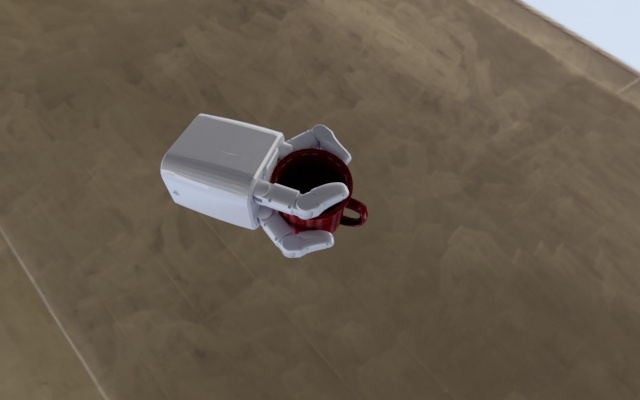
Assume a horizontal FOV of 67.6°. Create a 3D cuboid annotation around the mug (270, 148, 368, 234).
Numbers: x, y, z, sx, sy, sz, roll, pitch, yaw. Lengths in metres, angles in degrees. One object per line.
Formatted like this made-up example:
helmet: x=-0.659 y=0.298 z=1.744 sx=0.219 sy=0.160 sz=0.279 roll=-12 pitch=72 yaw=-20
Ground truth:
mug: x=0.001 y=0.002 z=0.569 sx=0.117 sy=0.093 sz=0.081 roll=18 pitch=-27 yaw=6
